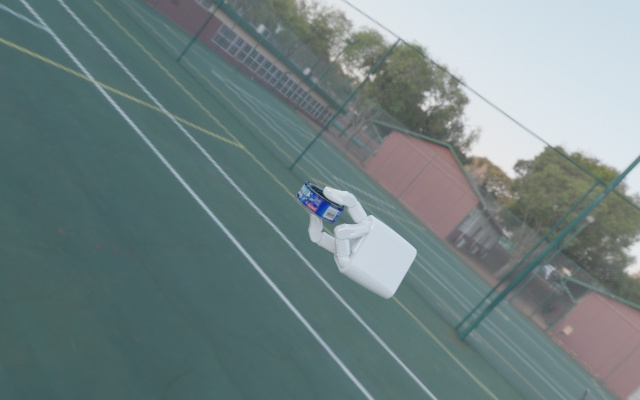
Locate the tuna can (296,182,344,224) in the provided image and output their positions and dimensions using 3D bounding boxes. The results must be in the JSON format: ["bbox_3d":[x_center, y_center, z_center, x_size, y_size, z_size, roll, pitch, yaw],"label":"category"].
[{"bbox_3d":[0.000,0.002,0.855,0.086,0.034,0.086,33,11,-7],"label":"tuna can"}]
